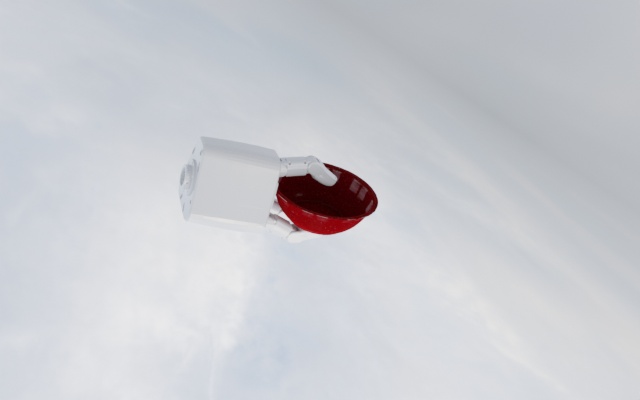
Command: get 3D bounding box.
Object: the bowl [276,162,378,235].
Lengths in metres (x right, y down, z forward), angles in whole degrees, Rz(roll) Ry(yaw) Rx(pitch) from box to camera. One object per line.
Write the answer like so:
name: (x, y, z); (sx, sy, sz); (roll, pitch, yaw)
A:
bowl: (0.001, 0.003, 0.703); (0.162, 0.055, 0.162); (12, 30, -7)
